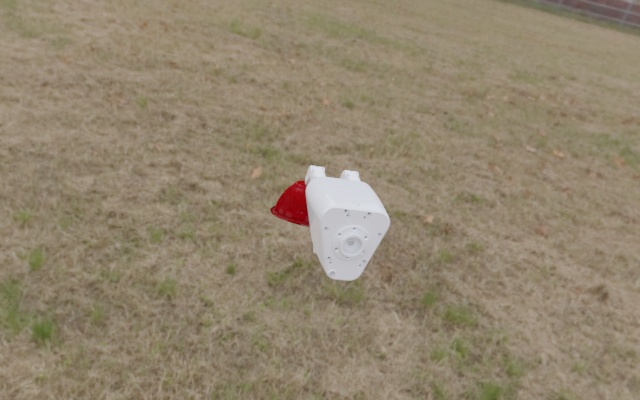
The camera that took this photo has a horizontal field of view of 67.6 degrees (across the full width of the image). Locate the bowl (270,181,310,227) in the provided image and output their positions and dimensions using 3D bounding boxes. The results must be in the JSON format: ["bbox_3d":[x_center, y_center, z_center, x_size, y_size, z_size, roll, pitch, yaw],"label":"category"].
[{"bbox_3d":[0.000,0.002,0.795,0.162,0.055,0.162,9,10,-2],"label":"bowl"}]
